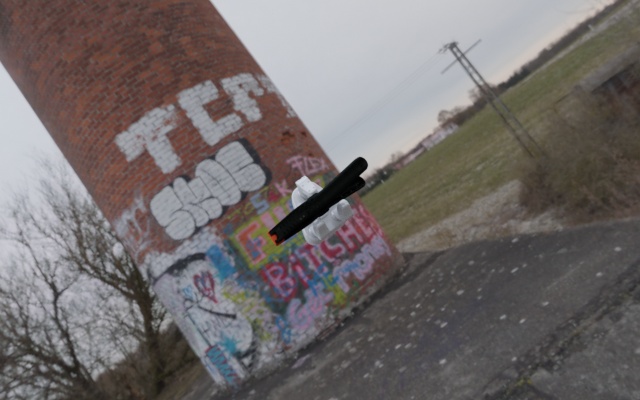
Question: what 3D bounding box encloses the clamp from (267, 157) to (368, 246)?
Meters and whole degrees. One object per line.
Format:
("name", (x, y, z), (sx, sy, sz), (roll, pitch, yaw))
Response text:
("clamp", (-0.001, 0.002, 0.821), (0.210, 0.036, 0.164), (-35, -11, -9))
